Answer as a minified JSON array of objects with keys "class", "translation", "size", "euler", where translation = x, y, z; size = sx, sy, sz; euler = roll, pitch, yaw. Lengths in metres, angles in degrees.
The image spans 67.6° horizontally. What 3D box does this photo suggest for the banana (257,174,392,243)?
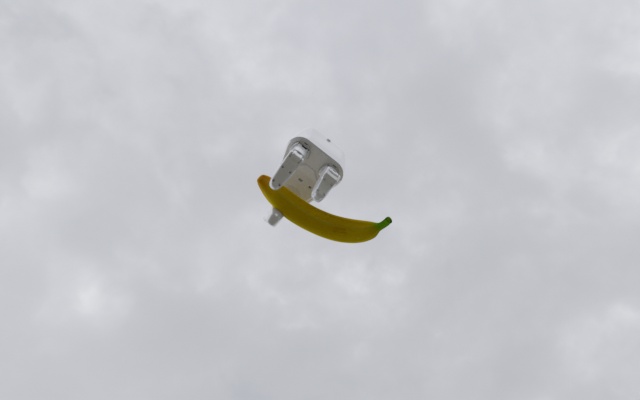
[{"class":"banana","translation":[-0.001,0.019,0.678],"size":[0.198,0.070,0.037],"euler":[18,28,8]}]
